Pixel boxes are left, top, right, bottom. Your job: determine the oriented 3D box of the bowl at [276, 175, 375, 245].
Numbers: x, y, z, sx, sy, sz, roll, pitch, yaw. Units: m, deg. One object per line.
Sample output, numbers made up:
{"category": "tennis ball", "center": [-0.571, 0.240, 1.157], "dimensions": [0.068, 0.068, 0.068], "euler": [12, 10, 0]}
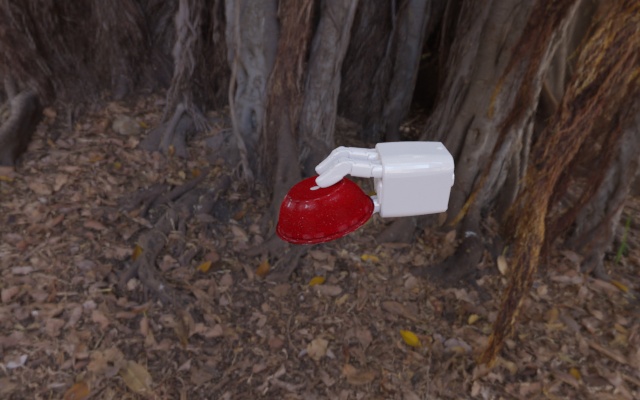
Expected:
{"category": "bowl", "center": [-0.001, 0.003, 0.742], "dimensions": [0.162, 0.055, 0.162], "euler": [-14, 25, 7]}
